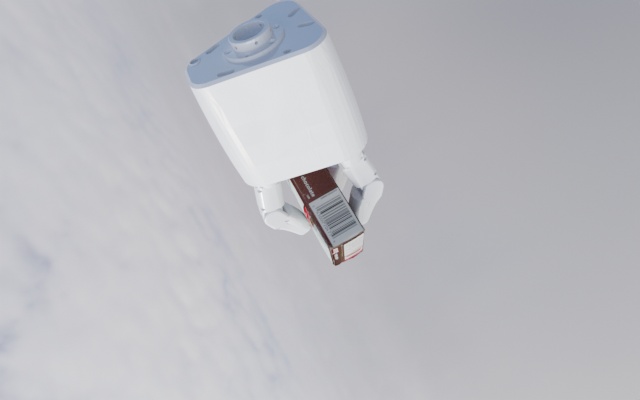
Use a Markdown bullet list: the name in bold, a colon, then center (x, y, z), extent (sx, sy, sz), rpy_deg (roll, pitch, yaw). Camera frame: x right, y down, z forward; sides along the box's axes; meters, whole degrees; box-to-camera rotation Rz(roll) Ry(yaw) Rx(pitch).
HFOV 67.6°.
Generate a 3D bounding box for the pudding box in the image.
- **pudding box**: center (0.000, 0.002, 0.465), extent (0.039, 0.113, 0.090), rpy_deg (-27, -17, -4)
